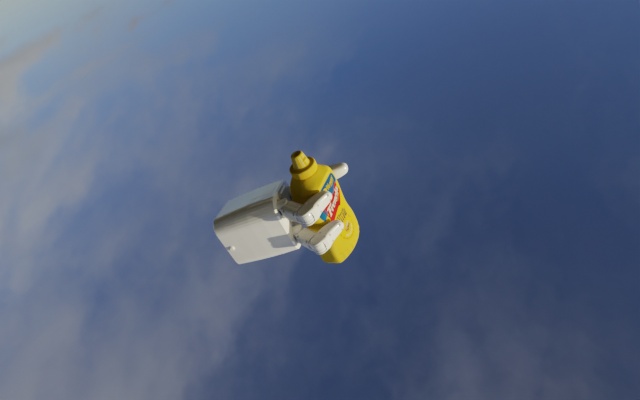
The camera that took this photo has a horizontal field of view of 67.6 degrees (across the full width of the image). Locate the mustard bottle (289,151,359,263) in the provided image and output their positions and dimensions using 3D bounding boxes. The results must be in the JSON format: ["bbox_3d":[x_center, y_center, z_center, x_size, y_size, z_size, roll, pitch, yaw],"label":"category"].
[{"bbox_3d":[0.001,0.003,0.741,0.058,0.192,0.096,-1,43,32],"label":"mustard bottle"}]
